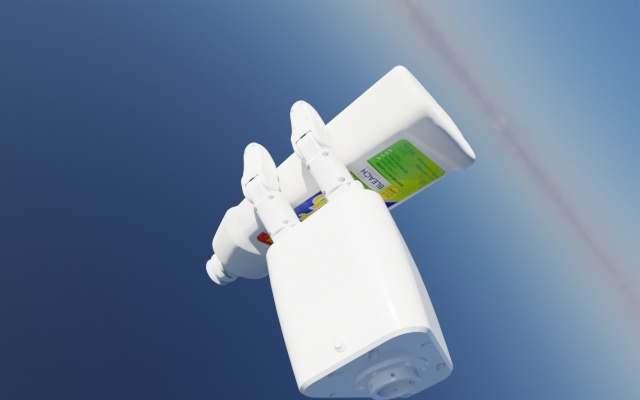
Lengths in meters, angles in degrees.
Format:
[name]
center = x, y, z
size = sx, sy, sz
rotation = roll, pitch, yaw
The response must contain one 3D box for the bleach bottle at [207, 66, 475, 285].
[bleach bottle]
center = 0.000, 0.001, 0.417
size = 0.251, 0.068, 0.103
rotation = -37, -44, 22
